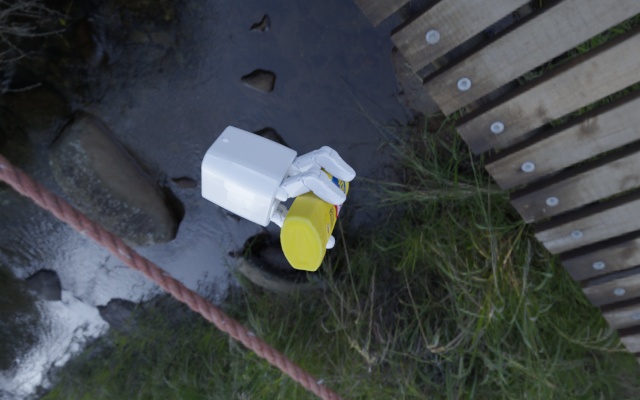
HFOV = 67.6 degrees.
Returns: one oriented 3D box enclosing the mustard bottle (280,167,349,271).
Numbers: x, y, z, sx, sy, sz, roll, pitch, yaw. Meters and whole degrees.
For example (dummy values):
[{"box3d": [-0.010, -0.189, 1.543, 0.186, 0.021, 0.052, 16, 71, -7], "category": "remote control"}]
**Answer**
[{"box3d": [0.000, 0.002, 0.681, 0.058, 0.096, 0.191, 5, 38, 16], "category": "mustard bottle"}]
